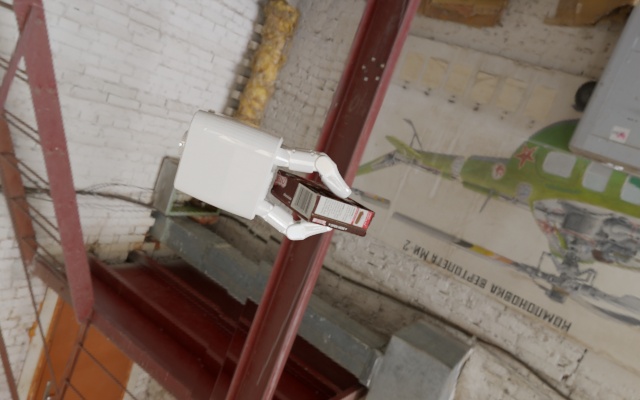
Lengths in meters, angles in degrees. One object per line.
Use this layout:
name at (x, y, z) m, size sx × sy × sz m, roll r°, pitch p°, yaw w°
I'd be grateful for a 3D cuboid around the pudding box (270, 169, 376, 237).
pudding box at (0.000, 0.002, 0.600) m, size 0.090 × 0.039 × 0.113 m, roll 16°, pitch 11°, yaw -33°
